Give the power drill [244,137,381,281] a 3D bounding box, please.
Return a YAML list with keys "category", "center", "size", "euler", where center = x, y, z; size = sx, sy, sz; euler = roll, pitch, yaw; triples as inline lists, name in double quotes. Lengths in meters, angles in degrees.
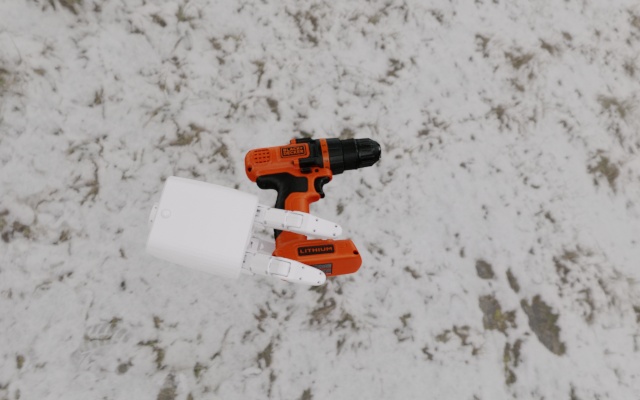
- category: "power drill"
  center: [0.000, 0.002, 0.607]
  size: [0.184, 0.187, 0.057]
  euler: [-8, -32, -2]
